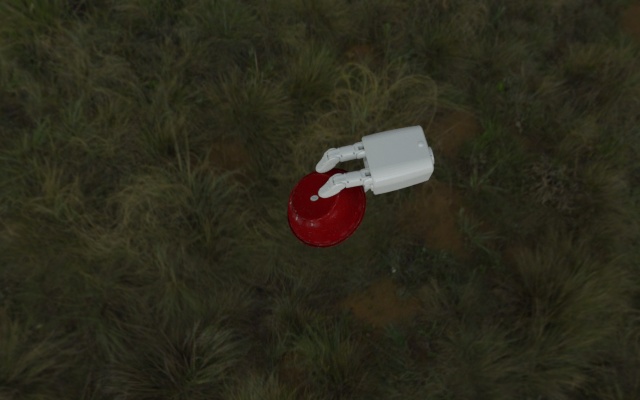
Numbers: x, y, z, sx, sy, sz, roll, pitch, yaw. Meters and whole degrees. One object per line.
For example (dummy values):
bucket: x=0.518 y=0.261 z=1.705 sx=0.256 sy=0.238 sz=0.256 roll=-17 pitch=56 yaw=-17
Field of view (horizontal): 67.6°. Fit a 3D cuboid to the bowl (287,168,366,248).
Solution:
bowl: x=-0.001 y=0.003 z=0.880 sx=0.162 sy=0.162 sz=0.055 roll=0 pitch=-21 yaw=24
